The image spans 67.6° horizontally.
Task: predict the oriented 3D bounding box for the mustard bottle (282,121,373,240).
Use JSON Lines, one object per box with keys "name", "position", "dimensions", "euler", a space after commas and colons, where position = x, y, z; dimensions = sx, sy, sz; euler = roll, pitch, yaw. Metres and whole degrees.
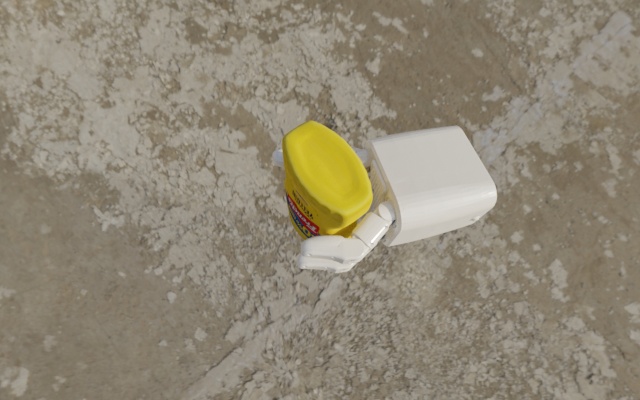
{"name": "mustard bottle", "position": [0.000, 0.002, 0.494], "dimensions": [0.058, 0.096, 0.192], "euler": [-36, -14, -15]}
